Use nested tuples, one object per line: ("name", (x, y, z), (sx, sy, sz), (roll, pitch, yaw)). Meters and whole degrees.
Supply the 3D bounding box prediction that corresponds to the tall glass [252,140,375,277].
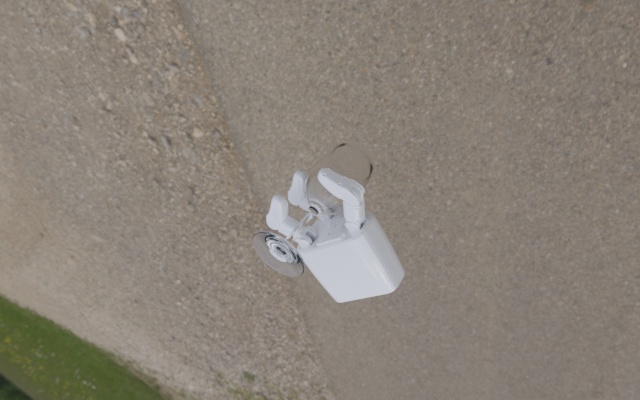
("tall glass", (0.000, 0.002, 0.623), (0.079, 0.079, 0.201), (0, 39, 41))
